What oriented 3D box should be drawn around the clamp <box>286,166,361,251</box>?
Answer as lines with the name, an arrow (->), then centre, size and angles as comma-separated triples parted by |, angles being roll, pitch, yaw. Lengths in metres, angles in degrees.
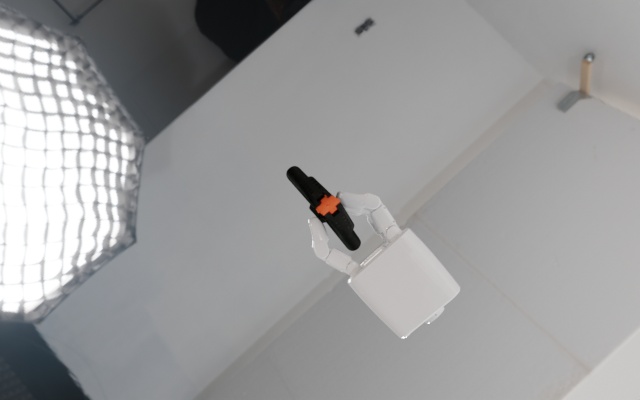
clamp -> 0.000, 0.003, 0.664 | 0.036, 0.164, 0.210 | -41, -7, -2
